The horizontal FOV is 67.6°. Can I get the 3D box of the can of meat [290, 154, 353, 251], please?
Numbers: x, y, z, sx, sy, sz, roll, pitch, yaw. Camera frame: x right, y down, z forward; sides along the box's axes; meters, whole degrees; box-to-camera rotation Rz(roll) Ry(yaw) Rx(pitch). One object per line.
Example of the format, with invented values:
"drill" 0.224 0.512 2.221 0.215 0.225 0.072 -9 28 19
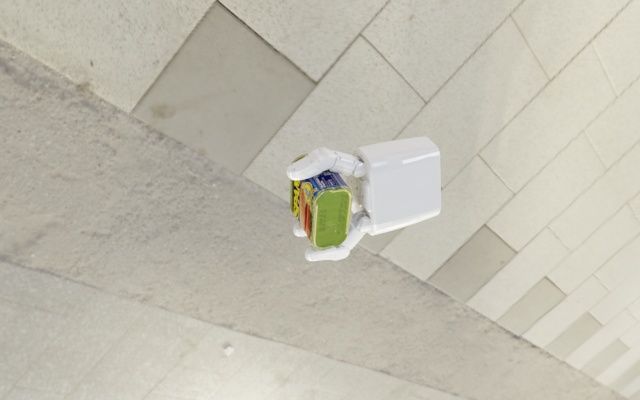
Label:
"can of meat" 0.000 0.002 0.625 0.057 0.102 0.084 -11 39 -19
